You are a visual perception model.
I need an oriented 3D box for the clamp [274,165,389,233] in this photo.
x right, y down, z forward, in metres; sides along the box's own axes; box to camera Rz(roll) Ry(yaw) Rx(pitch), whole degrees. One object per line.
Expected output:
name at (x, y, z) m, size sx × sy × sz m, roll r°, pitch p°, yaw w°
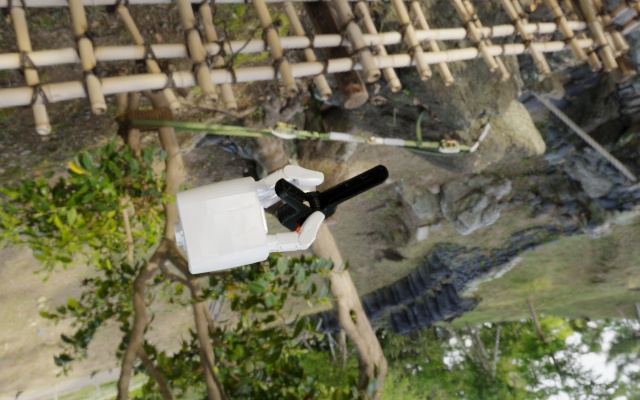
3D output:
clamp at (0.000, 0.003, 0.711) m, size 0.164 × 0.036 × 0.210 m, roll -10°, pitch -17°, yaw -16°
